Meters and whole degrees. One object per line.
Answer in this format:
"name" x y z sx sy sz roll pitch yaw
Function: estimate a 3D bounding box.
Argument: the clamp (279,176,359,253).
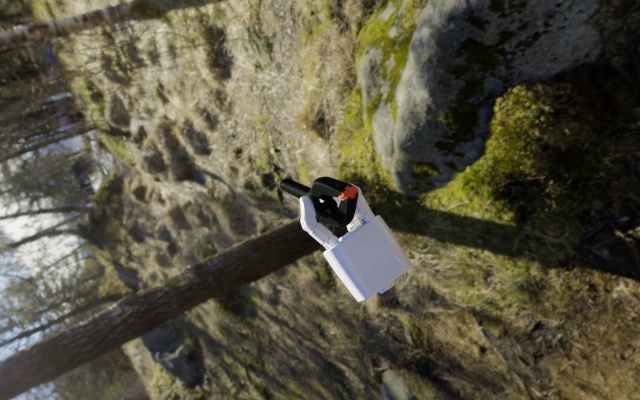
"clamp" 0.000 0.003 0.840 0.036 0.164 0.210 -35 -5 -27
